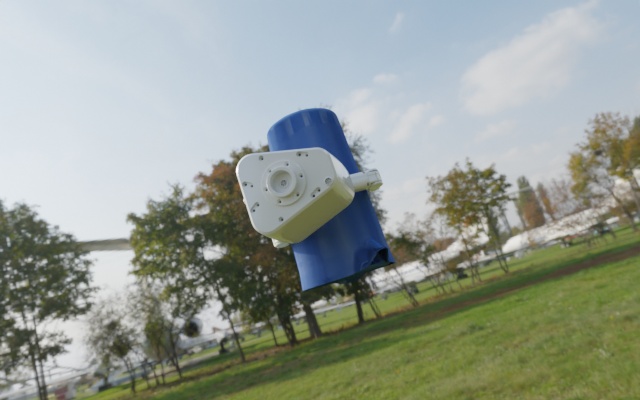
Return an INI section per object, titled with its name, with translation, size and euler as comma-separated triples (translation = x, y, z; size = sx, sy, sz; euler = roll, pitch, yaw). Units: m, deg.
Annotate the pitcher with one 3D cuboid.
[pitcher]
translation = 0.000, 0.002, 0.685
size = 0.149, 0.242, 0.145
euler = -19, -11, 9
